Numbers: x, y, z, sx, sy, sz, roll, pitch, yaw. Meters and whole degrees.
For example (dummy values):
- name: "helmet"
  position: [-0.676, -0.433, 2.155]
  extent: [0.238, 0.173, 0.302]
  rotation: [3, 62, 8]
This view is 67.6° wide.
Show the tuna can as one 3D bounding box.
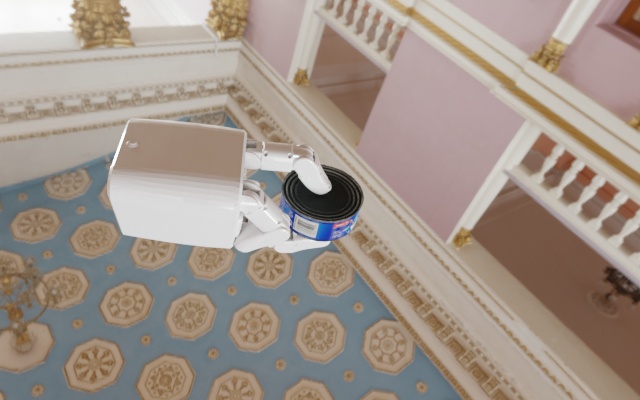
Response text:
- name: "tuna can"
  position: [0.000, 0.002, 0.503]
  extent: [0.086, 0.034, 0.086]
  rotation: [7, 43, -7]
